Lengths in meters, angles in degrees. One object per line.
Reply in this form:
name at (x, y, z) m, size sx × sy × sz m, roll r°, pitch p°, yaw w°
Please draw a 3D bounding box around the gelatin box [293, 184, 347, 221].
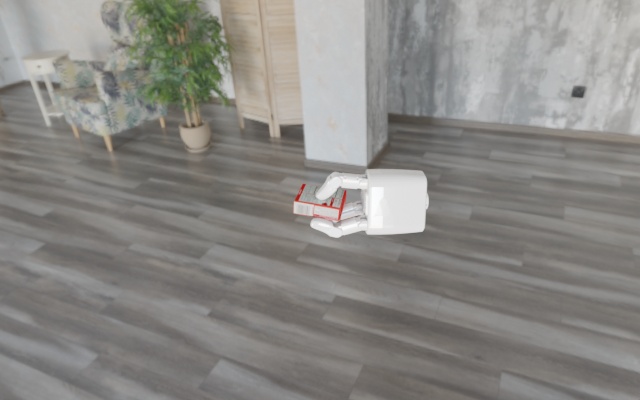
gelatin box at (0.000, 0.002, 0.890) m, size 0.089 × 0.030 × 0.073 m, roll 10°, pitch 30°, yaw 6°
